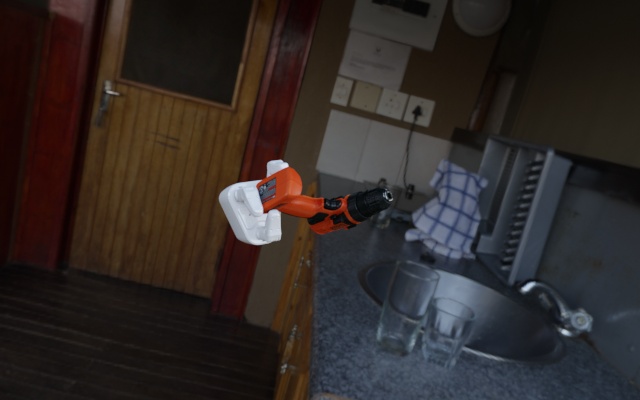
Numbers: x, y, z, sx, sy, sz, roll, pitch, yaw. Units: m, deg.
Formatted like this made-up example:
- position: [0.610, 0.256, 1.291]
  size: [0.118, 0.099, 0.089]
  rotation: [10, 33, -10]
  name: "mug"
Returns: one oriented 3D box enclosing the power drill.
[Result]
- position: [0.000, 0.003, 0.792]
  size: [0.188, 0.057, 0.184]
  rotation: [19, -31, -37]
  name: "power drill"
